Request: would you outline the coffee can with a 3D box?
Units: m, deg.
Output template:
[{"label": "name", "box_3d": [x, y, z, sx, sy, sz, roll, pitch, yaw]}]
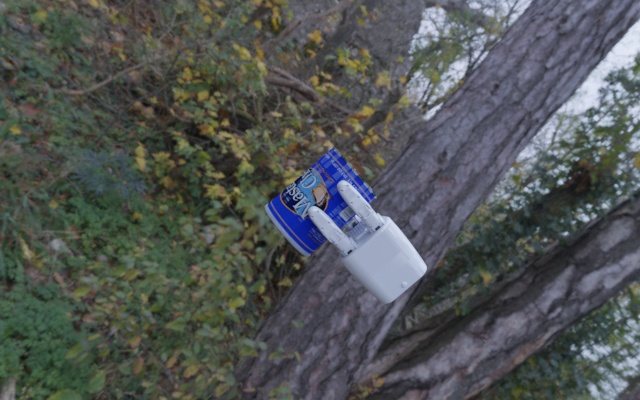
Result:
[{"label": "coffee can", "box_3d": [0.000, 0.002, 0.729, 0.140, 0.103, 0.103, -41, -2, 3]}]
